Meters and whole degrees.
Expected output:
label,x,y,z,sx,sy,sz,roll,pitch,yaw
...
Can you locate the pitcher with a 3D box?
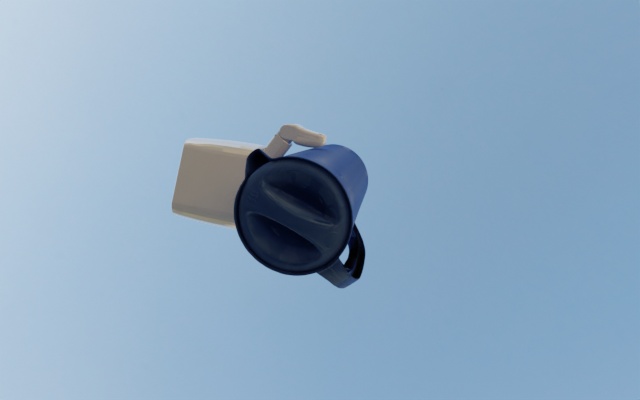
label,x,y,z,sx,sy,sz,roll,pitch,yaw
pitcher,0.000,0.002,0.619,0.145,0.149,0.242,10,15,11
